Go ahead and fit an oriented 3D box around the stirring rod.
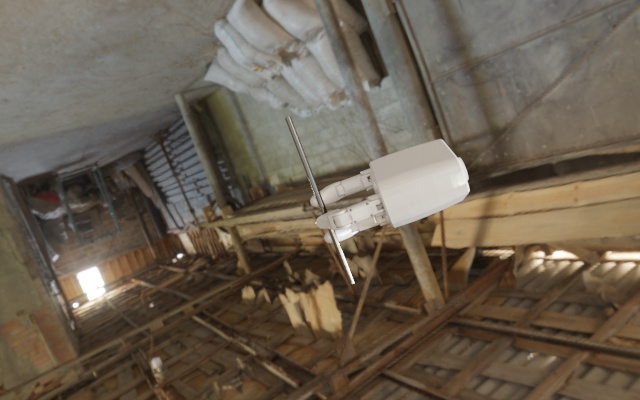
[{"bbox_3d":[0.000,0.002,0.641,0.011,0.239,0.011,-21,7,3],"label":"stirring rod"}]
